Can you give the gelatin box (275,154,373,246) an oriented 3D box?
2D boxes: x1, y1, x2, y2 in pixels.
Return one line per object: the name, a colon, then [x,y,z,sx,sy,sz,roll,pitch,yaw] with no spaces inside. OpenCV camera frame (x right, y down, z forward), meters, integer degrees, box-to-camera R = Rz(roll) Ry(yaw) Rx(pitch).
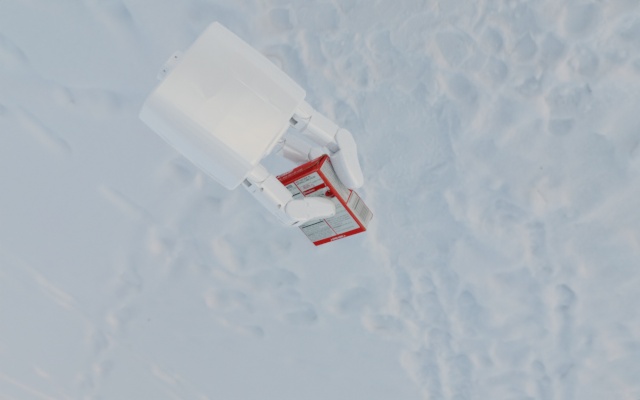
gelatin box: [0.000,0.002,0.502,0.073,0.089,0.030,-22,27,39]
